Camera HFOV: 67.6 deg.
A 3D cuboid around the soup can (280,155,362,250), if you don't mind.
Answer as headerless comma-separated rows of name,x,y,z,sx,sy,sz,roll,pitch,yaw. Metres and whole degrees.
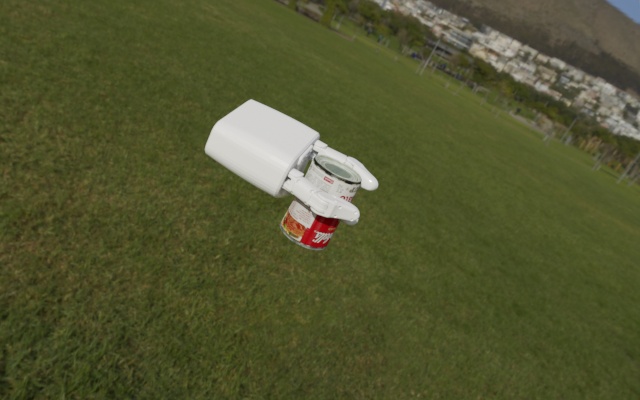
soup can,0.001,0.002,0.603,0.068,0.102,0.068,24,21,-10
